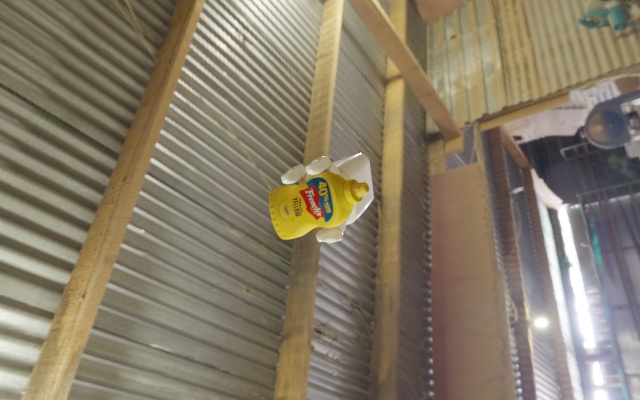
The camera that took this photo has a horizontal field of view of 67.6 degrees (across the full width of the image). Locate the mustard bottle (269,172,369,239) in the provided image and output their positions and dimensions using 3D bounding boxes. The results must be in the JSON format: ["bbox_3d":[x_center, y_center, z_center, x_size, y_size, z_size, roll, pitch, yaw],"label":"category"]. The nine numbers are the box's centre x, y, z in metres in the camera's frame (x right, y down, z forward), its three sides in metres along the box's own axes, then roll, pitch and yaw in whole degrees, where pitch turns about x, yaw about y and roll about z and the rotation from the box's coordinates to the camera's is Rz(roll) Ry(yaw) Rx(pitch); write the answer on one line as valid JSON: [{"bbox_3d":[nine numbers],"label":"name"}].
[{"bbox_3d":[0.000,0.003,0.832,0.191,0.096,0.058,-18,-10,33],"label":"mustard bottle"}]
